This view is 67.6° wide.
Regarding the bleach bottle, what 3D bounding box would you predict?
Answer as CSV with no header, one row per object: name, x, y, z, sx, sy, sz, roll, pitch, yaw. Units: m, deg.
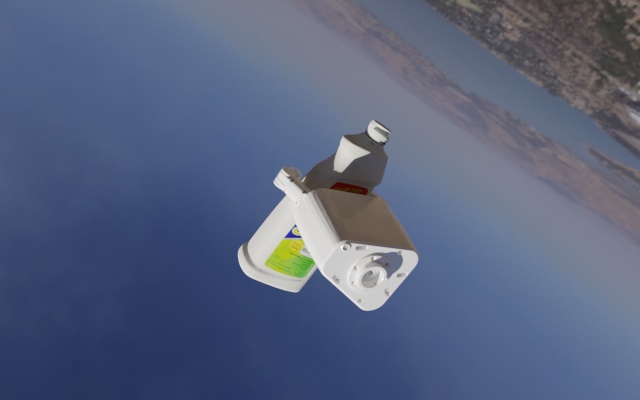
bleach bottle,0.000,0.002,0.621,0.102,0.251,0.068,26,19,-30
